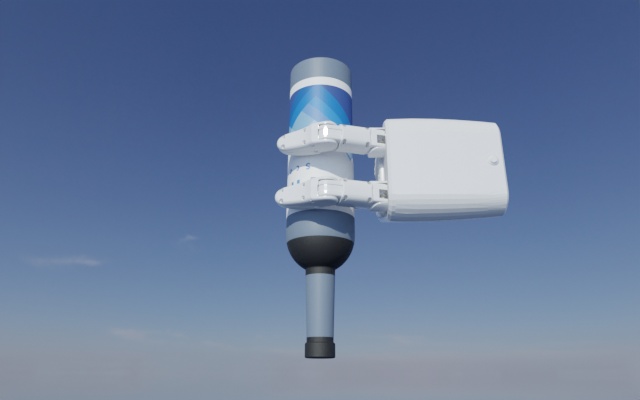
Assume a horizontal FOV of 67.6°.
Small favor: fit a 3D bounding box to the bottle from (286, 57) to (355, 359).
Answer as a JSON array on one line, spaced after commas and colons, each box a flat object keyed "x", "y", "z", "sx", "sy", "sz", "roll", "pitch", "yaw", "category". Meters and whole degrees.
[{"x": 0.000, "y": 0.001, "z": 0.473, "sx": 0.069, "sy": 0.295, "sz": 0.069, "roll": 0, "pitch": -20, "yaw": 0, "category": "bottle"}]
